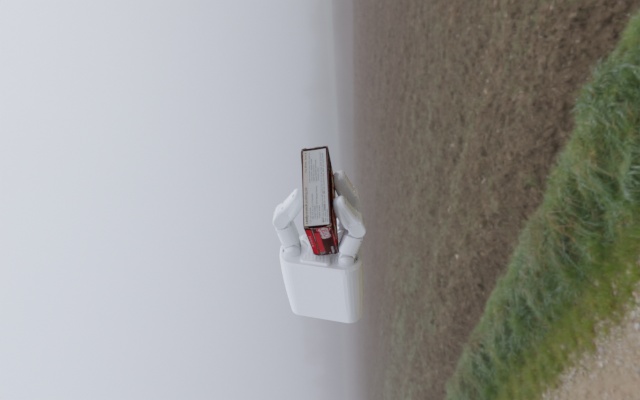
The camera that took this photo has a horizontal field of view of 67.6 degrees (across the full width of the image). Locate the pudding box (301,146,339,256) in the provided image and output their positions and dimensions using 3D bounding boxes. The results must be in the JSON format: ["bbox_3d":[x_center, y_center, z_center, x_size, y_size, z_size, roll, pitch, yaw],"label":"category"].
[{"bbox_3d":[0.000,0.002,0.607,0.039,0.113,0.090,-6,-27,4],"label":"pudding box"}]
